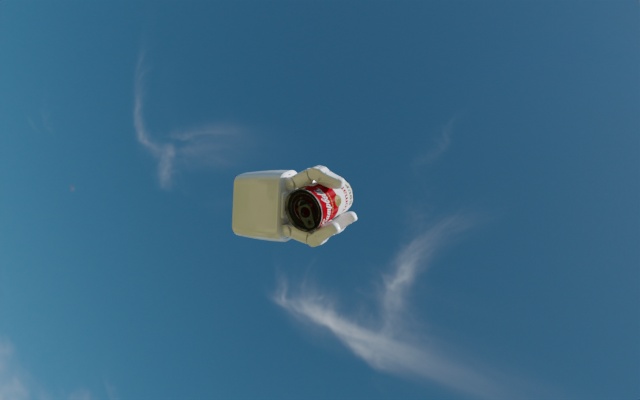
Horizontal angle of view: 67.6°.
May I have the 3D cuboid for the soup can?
[{"bbox_3d":[0.001,0.002,0.760,0.068,0.068,0.102,0,15,33],"label":"soup can"}]
